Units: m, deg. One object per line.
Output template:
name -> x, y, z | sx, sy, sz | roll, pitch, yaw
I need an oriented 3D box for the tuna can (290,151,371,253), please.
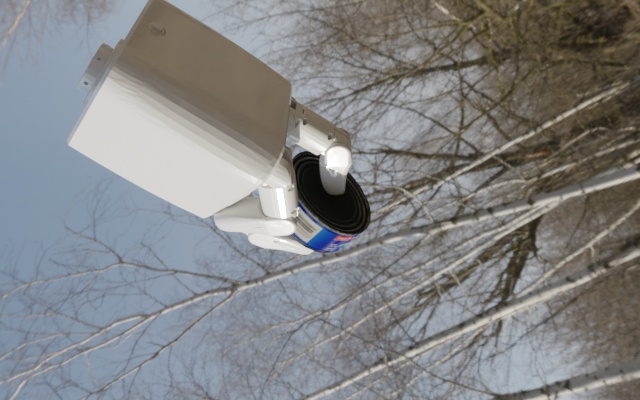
tuna can -> 0.000, 0.002, 0.409 | 0.086, 0.086, 0.034 | 0, -35, -47
